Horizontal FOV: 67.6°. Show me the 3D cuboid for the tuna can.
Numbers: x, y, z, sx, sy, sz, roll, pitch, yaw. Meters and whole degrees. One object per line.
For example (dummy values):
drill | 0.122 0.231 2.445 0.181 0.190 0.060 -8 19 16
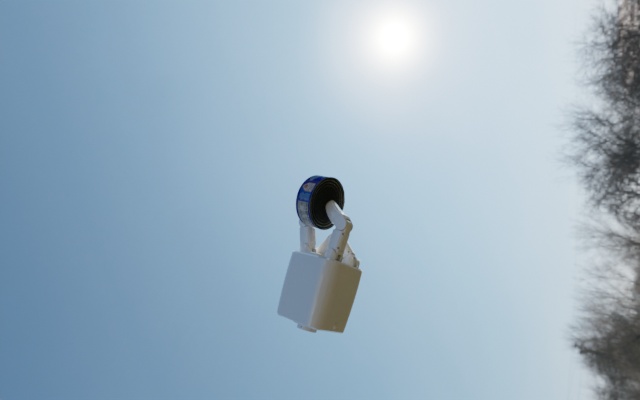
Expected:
tuna can | 0.000 0.002 0.770 0.033 0.086 0.086 12 8 40
